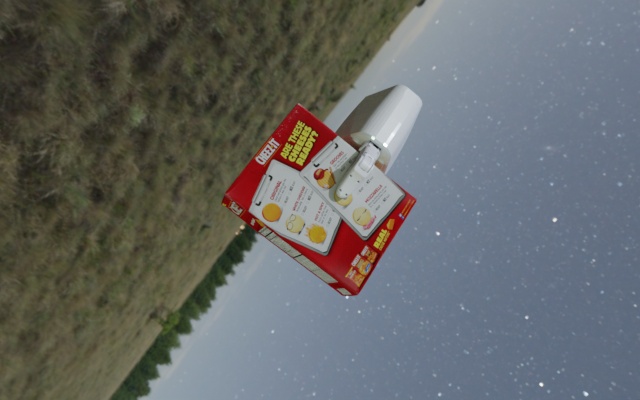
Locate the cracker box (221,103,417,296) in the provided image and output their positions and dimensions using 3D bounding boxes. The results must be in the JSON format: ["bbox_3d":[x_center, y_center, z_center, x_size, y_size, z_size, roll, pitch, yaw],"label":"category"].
[{"bbox_3d":[0.000,0.002,0.650,0.214,0.164,0.072,38,-21,-6],"label":"cracker box"}]
